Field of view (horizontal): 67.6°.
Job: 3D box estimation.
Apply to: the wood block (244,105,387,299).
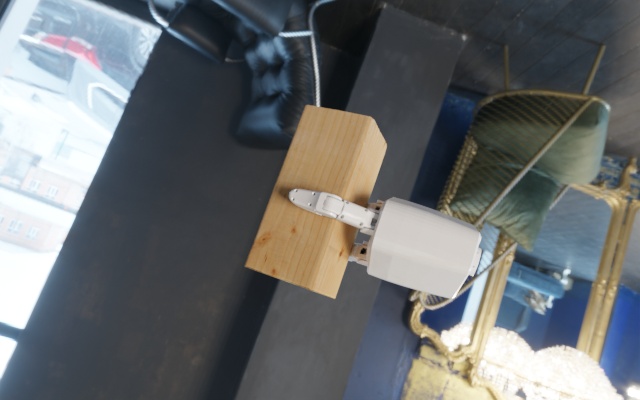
[{"bbox_3d":[0.000,0.002,0.578,0.090,0.206,0.091,15,-11,23],"label":"wood block"}]
